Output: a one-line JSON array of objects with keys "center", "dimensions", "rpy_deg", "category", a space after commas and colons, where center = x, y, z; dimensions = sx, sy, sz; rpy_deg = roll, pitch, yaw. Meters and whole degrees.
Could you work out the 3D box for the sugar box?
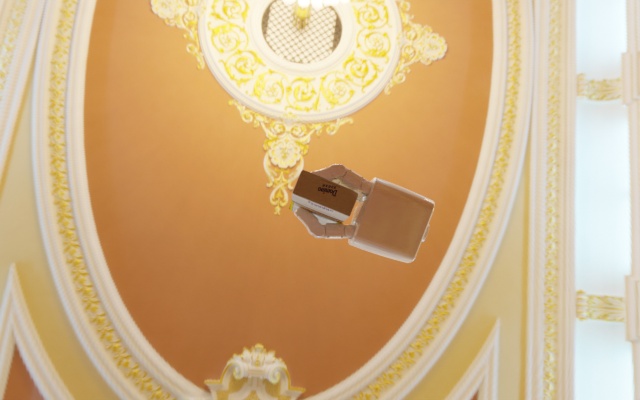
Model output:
[{"center": [0.000, 0.002, 0.775], "dimensions": [0.093, 0.048, 0.176], "rpy_deg": [22, -13, -2], "category": "sugar box"}]
